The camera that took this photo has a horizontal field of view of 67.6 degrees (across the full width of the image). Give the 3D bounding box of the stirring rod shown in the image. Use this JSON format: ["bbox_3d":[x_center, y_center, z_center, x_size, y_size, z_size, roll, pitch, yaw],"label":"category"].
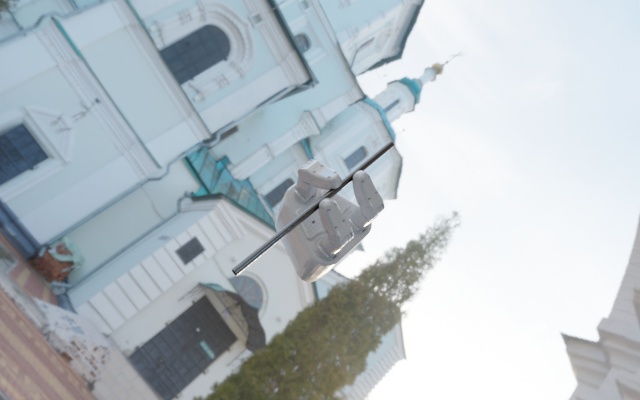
[{"bbox_3d":[0.000,0.002,0.517,0.239,0.011,0.011,-39,19,-25],"label":"stirring rod"}]
